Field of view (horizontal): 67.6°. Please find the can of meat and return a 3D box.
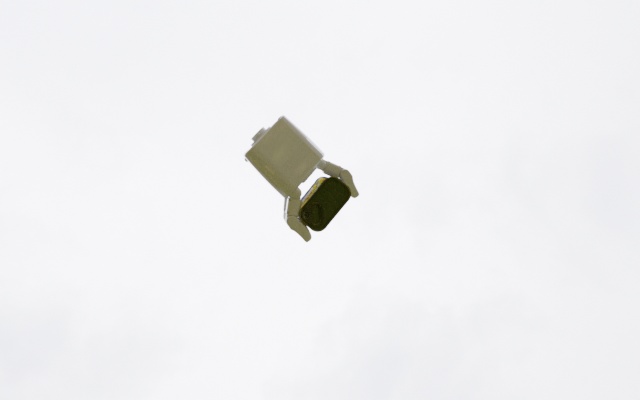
[{"bbox_3d":[0.000,0.003,0.882,0.057,0.102,0.084,40,-4,-13],"label":"can of meat"}]
